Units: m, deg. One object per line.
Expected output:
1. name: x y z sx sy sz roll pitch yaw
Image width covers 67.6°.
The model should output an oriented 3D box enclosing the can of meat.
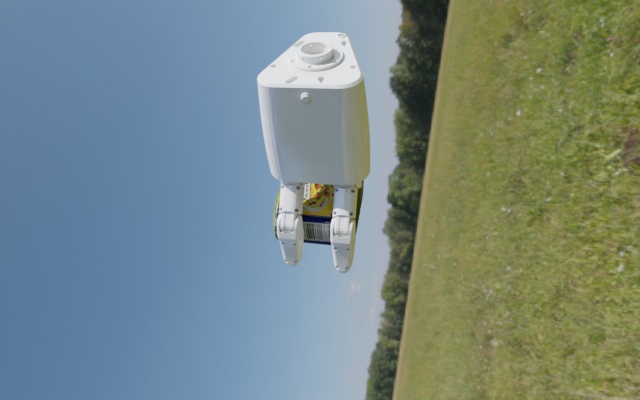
1. can of meat: 0.000 0.002 0.529 0.084 0.102 0.057 4 -43 11
